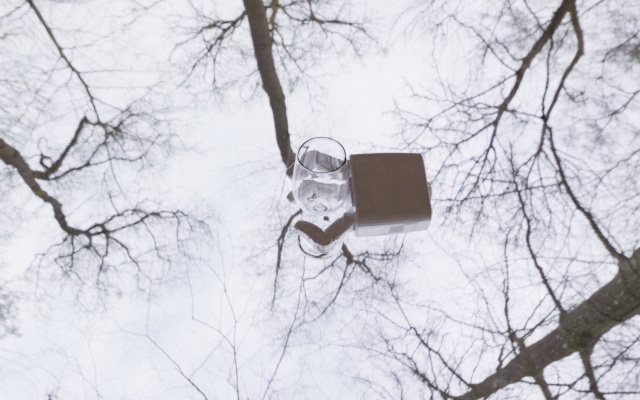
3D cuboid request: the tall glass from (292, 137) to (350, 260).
[{"bbox_3d":[0.000,0.003,0.670,0.079,0.079,0.201,0,-37,-1],"label":"tall glass"}]
